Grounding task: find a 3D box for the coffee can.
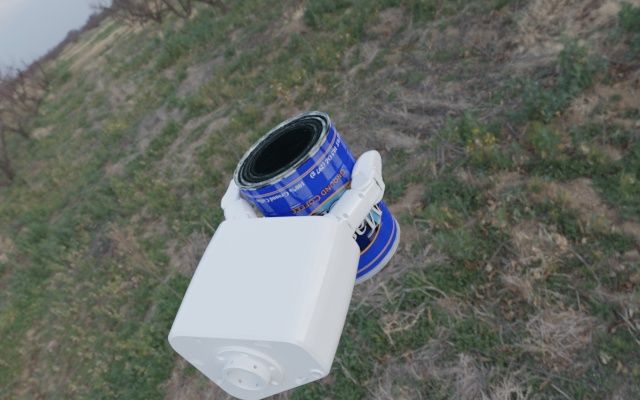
[{"bbox_3d":[0.000,0.001,0.458,0.103,0.102,0.140,0,-44,46],"label":"coffee can"}]
